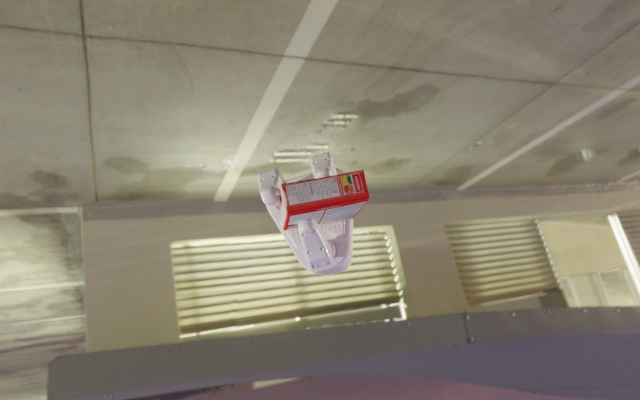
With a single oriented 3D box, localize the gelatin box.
[{"bbox_3d":[0.000,0.002,0.443,0.073,0.030,0.089,-10,-11,-8],"label":"gelatin box"}]
